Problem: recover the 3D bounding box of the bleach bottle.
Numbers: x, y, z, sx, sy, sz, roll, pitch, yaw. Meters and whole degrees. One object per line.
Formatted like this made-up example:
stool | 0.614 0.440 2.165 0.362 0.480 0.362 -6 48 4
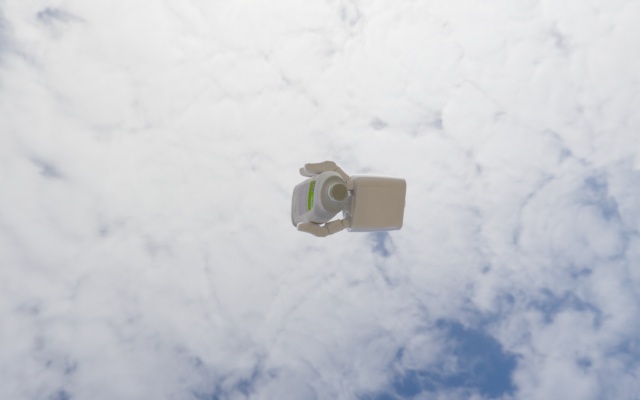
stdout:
bleach bottle | 0.000 0.003 0.899 0.068 0.102 0.251 2 -4 -14
